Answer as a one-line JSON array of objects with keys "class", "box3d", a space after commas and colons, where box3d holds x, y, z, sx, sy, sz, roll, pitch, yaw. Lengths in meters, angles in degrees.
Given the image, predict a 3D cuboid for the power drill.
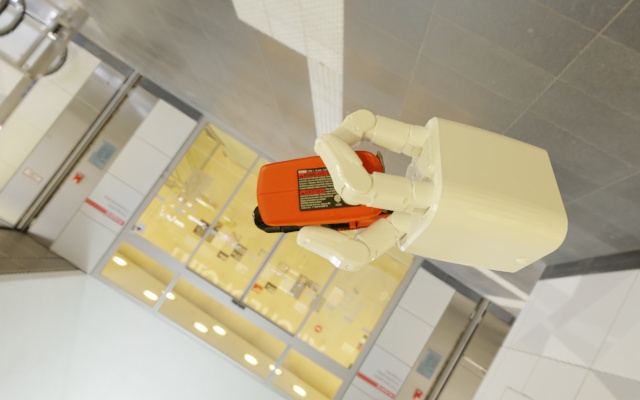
[{"class": "power drill", "box3d": [0.000, 0.002, 0.473, 0.184, 0.057, 0.187, -8, -7, 10]}]
